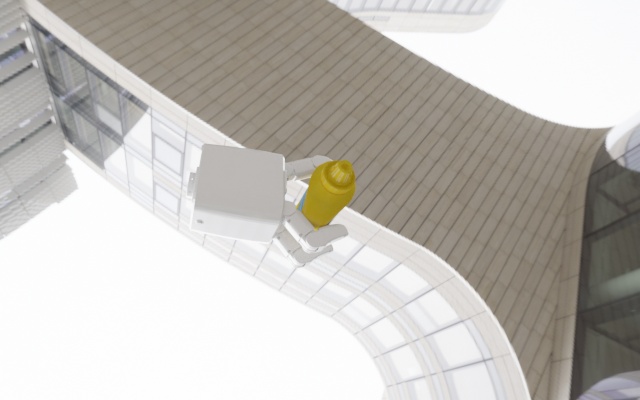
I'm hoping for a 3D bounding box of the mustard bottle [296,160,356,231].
[{"bbox_3d":[0.000,0.002,0.627,0.058,0.096,0.192,31,-32,-2],"label":"mustard bottle"}]
